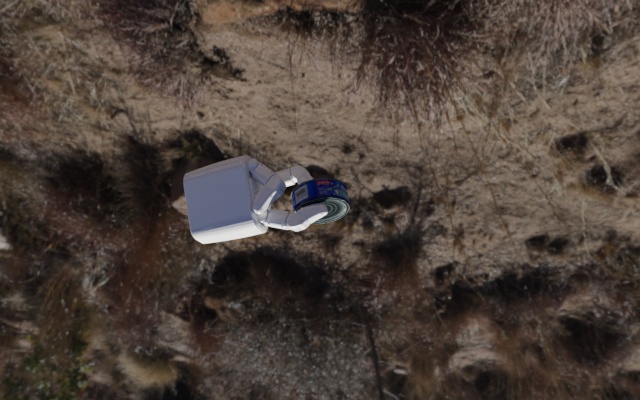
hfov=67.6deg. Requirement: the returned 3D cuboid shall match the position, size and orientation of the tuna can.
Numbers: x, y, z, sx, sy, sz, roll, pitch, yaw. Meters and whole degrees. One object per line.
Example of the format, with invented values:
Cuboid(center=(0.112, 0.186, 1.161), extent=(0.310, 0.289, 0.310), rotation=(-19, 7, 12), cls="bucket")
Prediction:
Cuboid(center=(0.000, 0.003, 0.710), extent=(0.086, 0.033, 0.086), rotation=(-7, -28, -4), cls="tuna can")
